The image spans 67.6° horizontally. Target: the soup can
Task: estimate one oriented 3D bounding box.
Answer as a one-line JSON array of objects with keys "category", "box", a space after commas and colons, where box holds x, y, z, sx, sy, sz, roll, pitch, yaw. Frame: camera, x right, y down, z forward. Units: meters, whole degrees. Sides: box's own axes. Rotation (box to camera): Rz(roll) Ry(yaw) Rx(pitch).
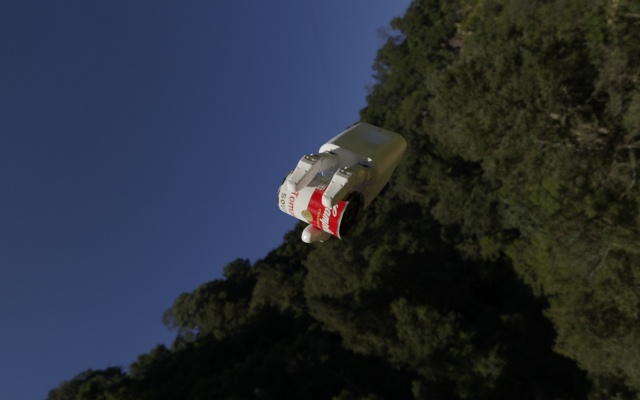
[{"category": "soup can", "box": [0.000, 0.002, 0.657, 0.102, 0.068, 0.068, 24, 10, 24]}]
